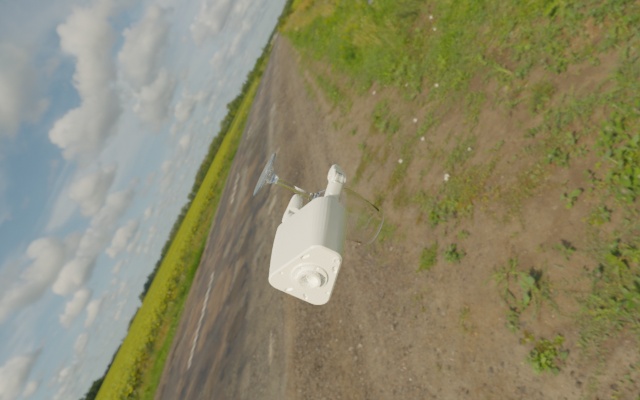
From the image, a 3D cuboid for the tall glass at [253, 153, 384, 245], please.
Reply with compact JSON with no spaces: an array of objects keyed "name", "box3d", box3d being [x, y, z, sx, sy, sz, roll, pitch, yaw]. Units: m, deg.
[{"name":"tall glass","box3d":[0.000,0.002,0.757,0.201,0.079,0.079,26,-6,-13]}]
